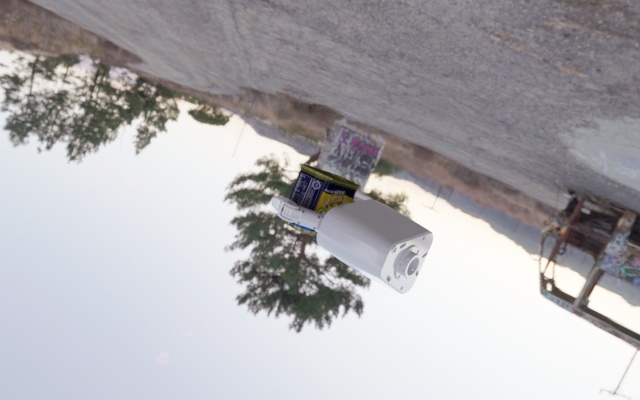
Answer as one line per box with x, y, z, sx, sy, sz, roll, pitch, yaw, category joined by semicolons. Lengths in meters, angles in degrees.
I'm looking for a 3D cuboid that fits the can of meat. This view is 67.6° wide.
0.000;0.002;0.676;0.057;0.084;0.102;28;9;35;can of meat
